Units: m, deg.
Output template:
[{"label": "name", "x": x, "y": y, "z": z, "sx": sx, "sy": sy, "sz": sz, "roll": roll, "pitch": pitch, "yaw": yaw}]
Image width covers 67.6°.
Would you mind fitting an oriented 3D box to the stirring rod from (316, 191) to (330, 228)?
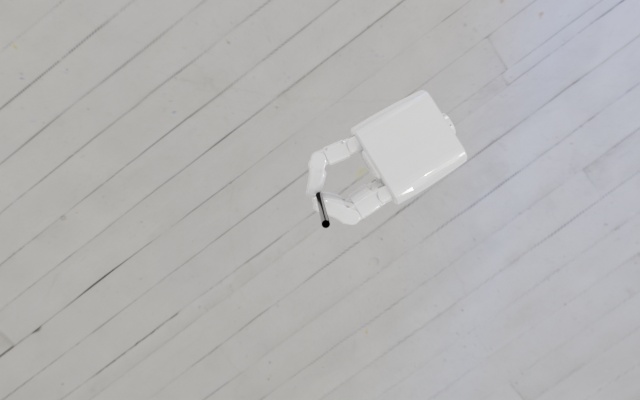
[{"label": "stirring rod", "x": 0.000, "y": 0.002, "z": 0.568, "sx": 0.011, "sy": 0.011, "sz": 0.239, "roll": 0, "pitch": 10, "yaw": -2}]
